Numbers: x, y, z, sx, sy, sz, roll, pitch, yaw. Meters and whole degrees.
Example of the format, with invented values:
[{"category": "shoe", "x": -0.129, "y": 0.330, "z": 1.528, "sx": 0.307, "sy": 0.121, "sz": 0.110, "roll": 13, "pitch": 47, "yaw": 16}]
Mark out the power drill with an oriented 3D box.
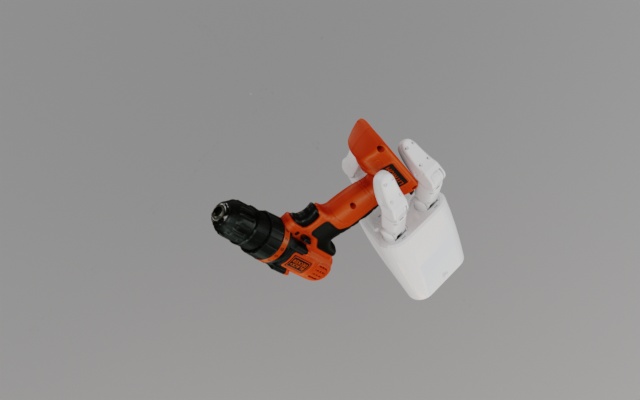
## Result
[{"category": "power drill", "x": 0.001, "y": 0.002, "z": 0.514, "sx": 0.188, "sy": 0.057, "sz": 0.184, "roll": -40, "pitch": -38, "yaw": 12}]
